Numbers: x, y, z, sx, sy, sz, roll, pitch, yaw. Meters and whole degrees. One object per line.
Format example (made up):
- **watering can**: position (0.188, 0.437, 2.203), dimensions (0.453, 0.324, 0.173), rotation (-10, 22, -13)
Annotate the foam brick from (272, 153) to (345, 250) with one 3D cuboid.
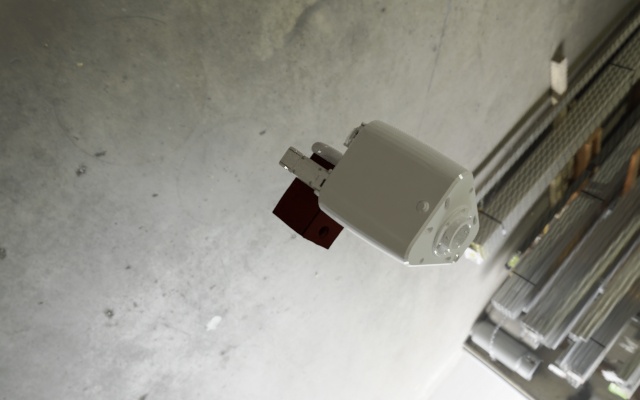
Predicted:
- **foam brick**: position (0.000, 0.002, 0.488), dimensions (0.051, 0.078, 0.053), rotation (36, 2, 36)
